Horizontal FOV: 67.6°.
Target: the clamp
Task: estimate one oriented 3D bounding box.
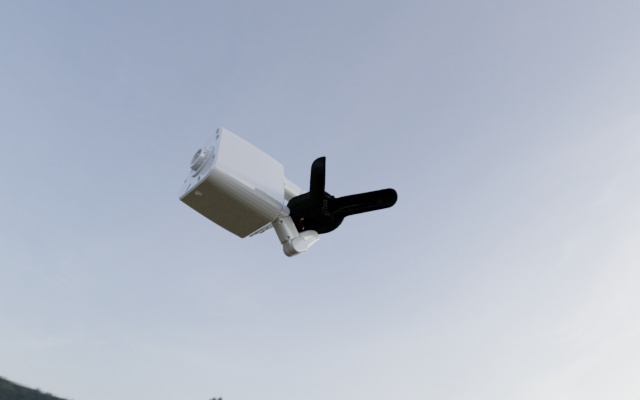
[{"bbox_3d":[0.000,0.002,0.619,0.120,0.039,0.171,34,-44,-27],"label":"clamp"}]
